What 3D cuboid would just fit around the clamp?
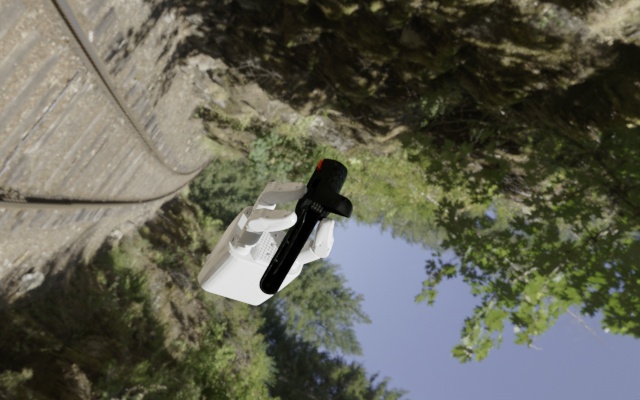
[{"bbox_3d":[0.001,0.002,0.588,0.036,0.209,0.165,35,-50,-12],"label":"clamp"}]
